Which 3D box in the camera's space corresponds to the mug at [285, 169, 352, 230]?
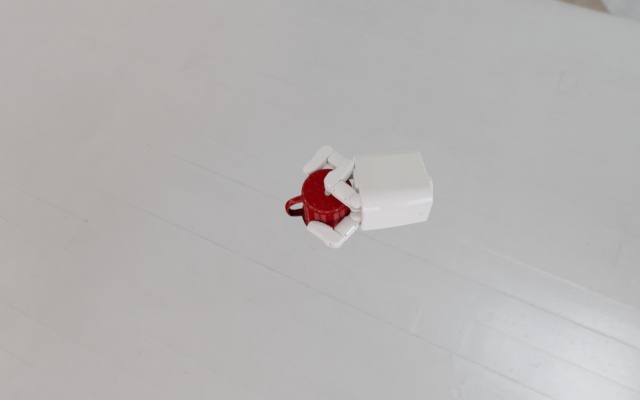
[{"bbox_3d":[-0.001,0.003,0.775,0.117,0.093,0.081,-7,-26,0],"label":"mug"}]
